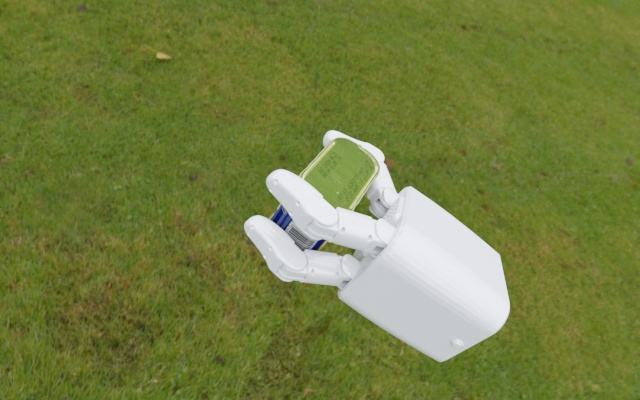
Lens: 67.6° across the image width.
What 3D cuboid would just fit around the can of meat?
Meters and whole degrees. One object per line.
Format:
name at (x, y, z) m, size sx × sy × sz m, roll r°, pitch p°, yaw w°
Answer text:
can of meat at (0.000, 0.001, 0.422) m, size 0.084 × 0.057 × 0.102 m, roll -52°, pitch 0°, yaw 44°
